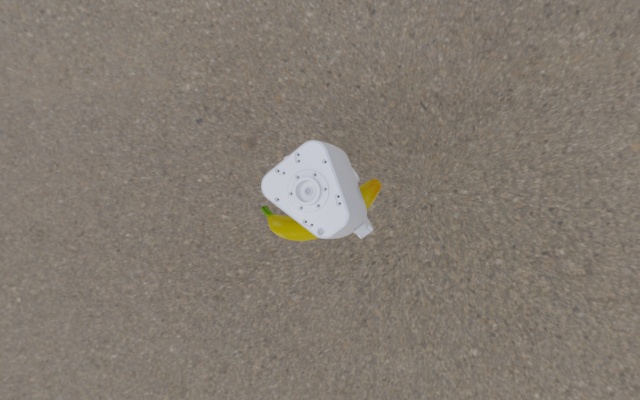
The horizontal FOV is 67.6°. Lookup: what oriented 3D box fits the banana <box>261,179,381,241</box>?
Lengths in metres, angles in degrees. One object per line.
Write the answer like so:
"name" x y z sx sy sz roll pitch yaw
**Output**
"banana" 0.001 0.021 0.721 0.198 0.069 0.037 -13 -6 16
